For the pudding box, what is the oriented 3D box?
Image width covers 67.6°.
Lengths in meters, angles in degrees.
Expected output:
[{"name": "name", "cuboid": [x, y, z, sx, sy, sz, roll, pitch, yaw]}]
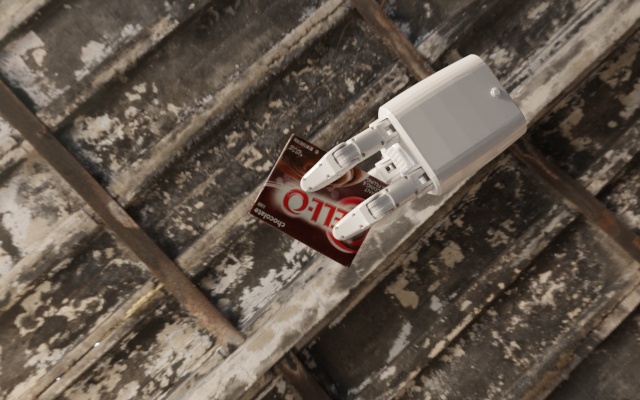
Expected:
[{"name": "pudding box", "cuboid": [0.000, 0.002, 0.473, 0.113, 0.090, 0.039, 28, -6, 3]}]
